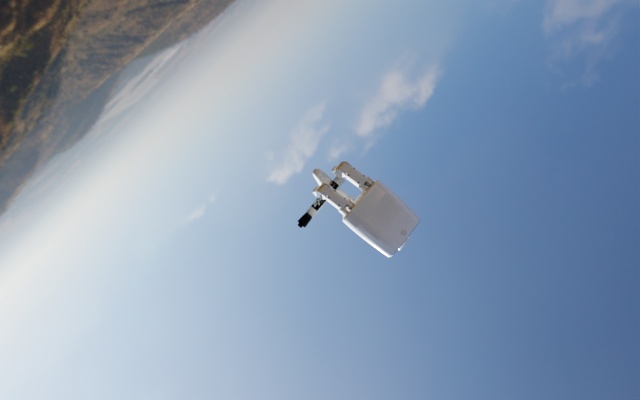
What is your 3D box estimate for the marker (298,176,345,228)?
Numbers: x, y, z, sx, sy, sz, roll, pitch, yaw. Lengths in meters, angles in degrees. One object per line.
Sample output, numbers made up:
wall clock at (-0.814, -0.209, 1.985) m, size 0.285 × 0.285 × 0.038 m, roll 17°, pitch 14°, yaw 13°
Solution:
marker at (0.000, 0.003, 0.882) m, size 0.020 × 0.121 × 0.020 m, roll 39°, pitch -12°, yaw 10°
